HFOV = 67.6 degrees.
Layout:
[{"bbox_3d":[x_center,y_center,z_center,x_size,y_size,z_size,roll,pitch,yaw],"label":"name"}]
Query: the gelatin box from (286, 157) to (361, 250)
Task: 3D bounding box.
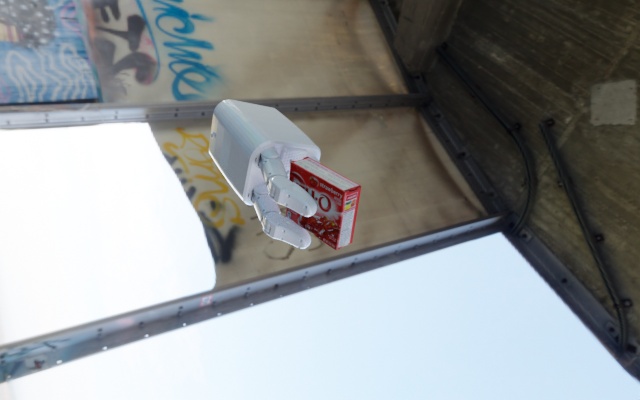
[{"bbox_3d":[0.001,0.002,0.532,0.030,0.073,0.089,-20,39,-40],"label":"gelatin box"}]
